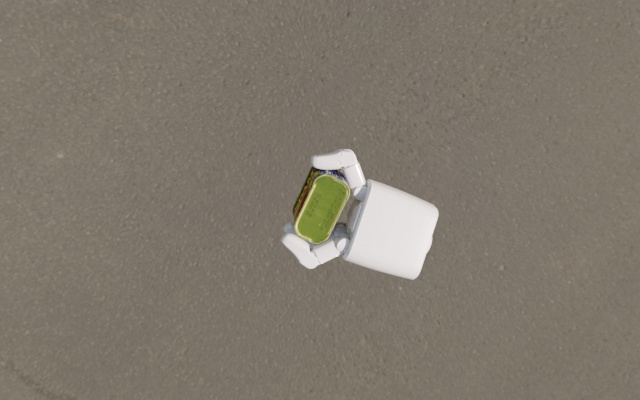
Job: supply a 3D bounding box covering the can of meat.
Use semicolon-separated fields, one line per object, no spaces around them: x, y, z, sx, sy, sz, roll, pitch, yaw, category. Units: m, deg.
0.000;0.002;0.673;0.057;0.102;0.084;23;13;-8;can of meat
